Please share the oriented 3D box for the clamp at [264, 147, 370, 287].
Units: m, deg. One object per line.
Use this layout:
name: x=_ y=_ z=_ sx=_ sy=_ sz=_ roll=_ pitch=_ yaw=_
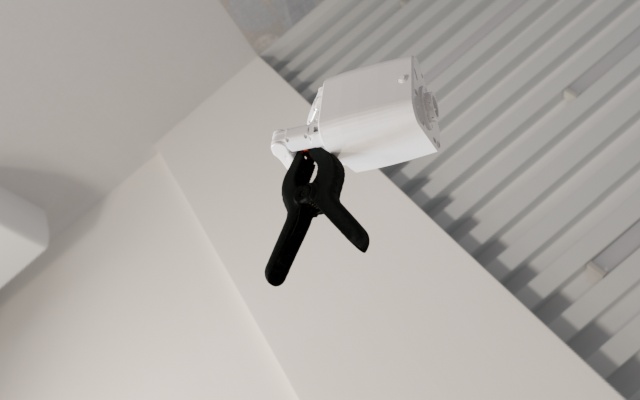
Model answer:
clamp: x=0.000 y=0.002 z=0.503 sx=0.120 sy=0.171 sz=0.039 roll=-13 pitch=-35 yaw=28
